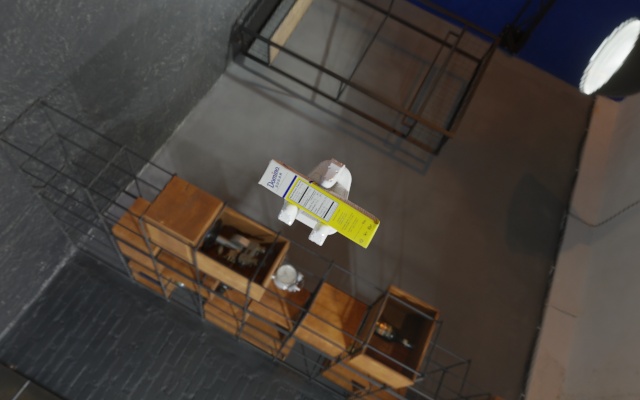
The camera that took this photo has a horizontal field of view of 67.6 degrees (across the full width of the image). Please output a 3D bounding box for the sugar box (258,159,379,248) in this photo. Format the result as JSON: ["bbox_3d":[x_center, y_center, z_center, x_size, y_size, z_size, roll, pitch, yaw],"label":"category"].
[{"bbox_3d":[0.000,0.003,0.697,0.176,0.048,0.093,29,4,3],"label":"sugar box"}]
